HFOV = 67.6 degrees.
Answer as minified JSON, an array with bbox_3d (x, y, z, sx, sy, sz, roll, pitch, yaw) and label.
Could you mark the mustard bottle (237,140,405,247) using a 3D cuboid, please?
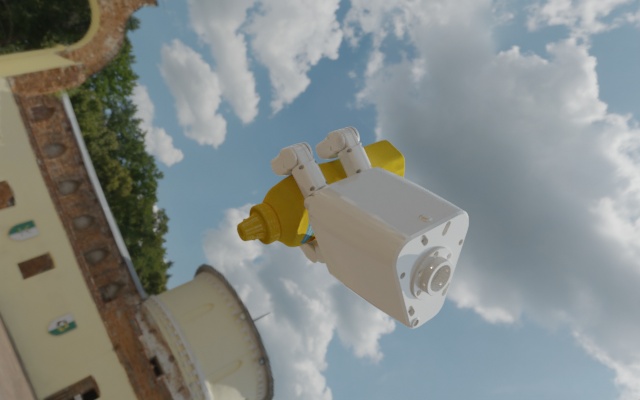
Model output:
[{"bbox_3d":[0.000,0.001,0.507,0.191,0.058,0.096,-22,-31,-31],"label":"mustard bottle"}]
